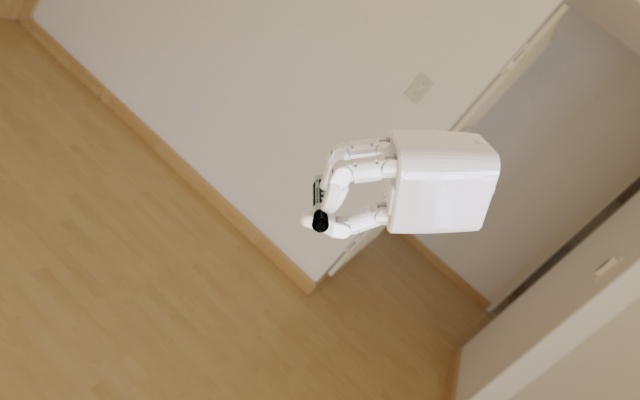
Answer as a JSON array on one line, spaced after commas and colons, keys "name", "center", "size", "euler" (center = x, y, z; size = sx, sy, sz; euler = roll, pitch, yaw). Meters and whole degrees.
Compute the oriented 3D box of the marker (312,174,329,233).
[{"name": "marker", "center": [0.000, 0.002, 0.558], "size": [0.020, 0.020, 0.121], "euler": [0, 27, 0]}]
